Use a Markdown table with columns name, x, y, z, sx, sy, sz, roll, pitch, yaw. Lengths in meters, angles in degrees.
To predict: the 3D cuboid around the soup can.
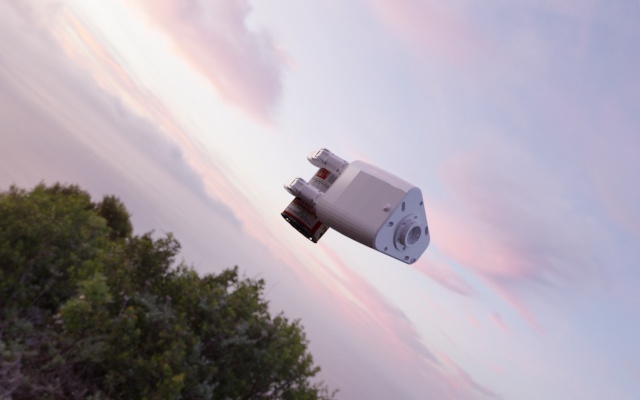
| name | x | y | z | sx | sy | sz | roll | pitch | yaw |
| --- | --- | --- | --- | --- | --- | --- | --- | --- | --- |
| soup can | 0.000 | 0.002 | 0.691 | 0.068 | 0.102 | 0.068 | 38 | -11 | 8 |
